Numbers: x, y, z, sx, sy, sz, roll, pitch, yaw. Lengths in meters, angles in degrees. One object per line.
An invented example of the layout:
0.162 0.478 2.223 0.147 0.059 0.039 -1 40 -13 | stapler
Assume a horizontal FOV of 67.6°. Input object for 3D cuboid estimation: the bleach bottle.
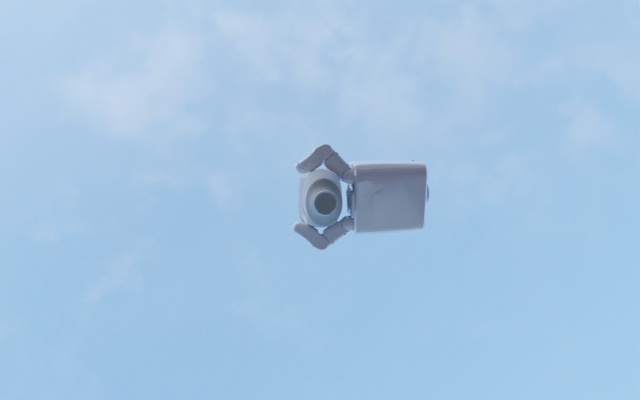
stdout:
0.000 0.002 0.721 0.068 0.102 0.251 -3 5 -3 | bleach bottle
